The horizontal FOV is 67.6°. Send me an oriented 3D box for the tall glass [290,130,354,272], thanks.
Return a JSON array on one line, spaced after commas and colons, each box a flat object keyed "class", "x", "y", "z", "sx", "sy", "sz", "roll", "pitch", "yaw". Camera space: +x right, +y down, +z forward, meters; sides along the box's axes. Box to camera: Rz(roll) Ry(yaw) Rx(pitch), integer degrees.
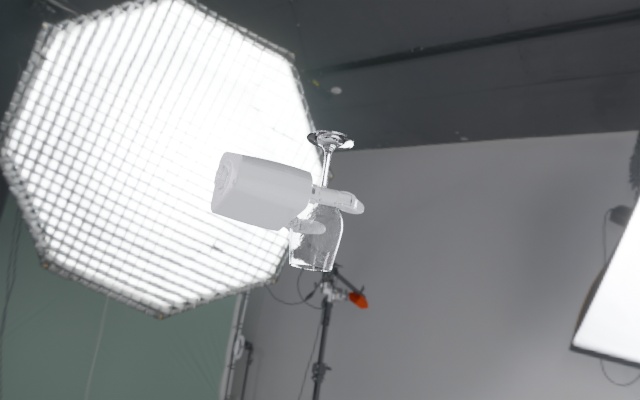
[{"class": "tall glass", "x": 0.000, "y": 0.002, "z": 0.712, "sx": 0.079, "sy": 0.201, "sz": 0.079, "roll": 8, "pitch": -14, "yaw": 2}]
